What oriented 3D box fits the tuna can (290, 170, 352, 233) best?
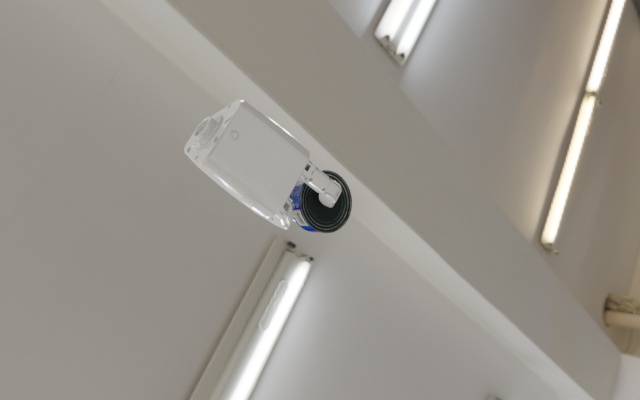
[{"bbox_3d":[0.000,0.002,0.661,0.086,0.086,0.034,0,-2,-35],"label":"tuna can"}]
